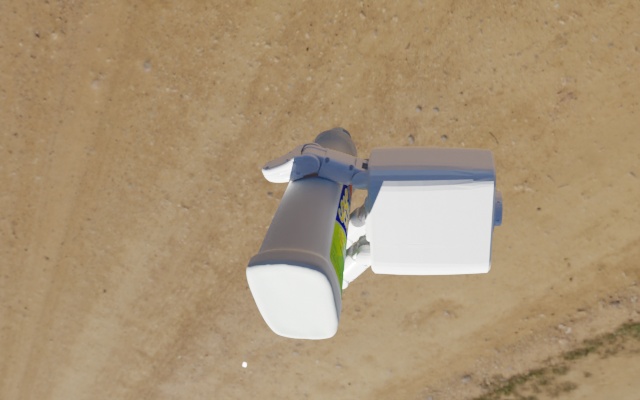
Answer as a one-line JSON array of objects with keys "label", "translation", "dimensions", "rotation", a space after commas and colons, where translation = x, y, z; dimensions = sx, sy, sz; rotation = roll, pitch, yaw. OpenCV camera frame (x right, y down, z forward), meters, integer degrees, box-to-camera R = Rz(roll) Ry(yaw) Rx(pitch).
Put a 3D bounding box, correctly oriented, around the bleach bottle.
[{"label": "bleach bottle", "translation": [0.000, 0.002, 0.466], "dimensions": [0.068, 0.103, 0.250], "rotation": [0, 41, 13]}]
